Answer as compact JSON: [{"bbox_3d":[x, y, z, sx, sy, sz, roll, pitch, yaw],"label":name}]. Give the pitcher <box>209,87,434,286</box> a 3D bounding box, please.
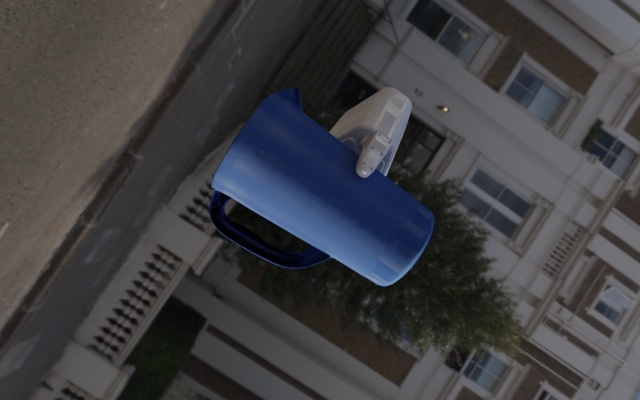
[{"bbox_3d":[0.000,0.002,0.560,0.243,0.145,0.149,34,-42,-5],"label":"pitcher"}]
